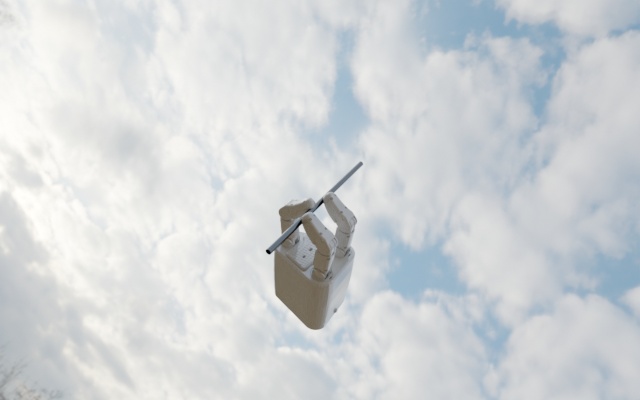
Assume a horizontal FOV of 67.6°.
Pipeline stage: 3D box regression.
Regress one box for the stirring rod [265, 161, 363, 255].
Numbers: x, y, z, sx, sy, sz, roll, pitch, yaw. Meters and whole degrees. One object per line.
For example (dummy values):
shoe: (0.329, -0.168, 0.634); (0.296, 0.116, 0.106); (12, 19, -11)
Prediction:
stirring rod: (0.000, 0.002, 0.650); (0.011, 0.011, 0.239); (0, 29, 36)
